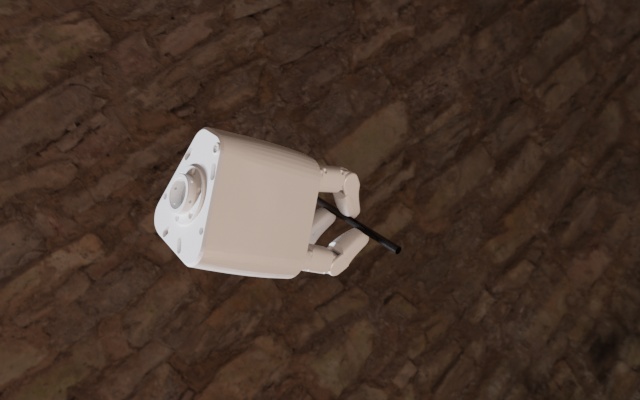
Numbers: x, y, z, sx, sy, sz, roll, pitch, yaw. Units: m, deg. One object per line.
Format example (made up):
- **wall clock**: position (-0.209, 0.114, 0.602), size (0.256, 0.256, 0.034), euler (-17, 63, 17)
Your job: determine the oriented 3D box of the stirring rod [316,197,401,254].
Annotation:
- **stirring rod**: position (0.000, 0.002, 0.533), size (0.011, 0.011, 0.239), euler (0, 22, -41)
